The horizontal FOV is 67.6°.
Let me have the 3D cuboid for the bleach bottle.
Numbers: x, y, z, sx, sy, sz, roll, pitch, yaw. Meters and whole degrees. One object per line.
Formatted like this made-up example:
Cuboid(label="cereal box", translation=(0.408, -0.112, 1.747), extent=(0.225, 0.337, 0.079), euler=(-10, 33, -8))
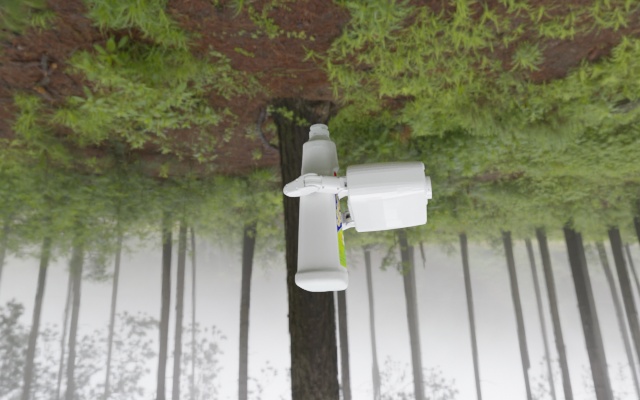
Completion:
Cuboid(label="bleach bottle", translation=(0.000, 0.002, 0.705), extent=(0.068, 0.250, 0.103), euler=(-5, -18, 10))
